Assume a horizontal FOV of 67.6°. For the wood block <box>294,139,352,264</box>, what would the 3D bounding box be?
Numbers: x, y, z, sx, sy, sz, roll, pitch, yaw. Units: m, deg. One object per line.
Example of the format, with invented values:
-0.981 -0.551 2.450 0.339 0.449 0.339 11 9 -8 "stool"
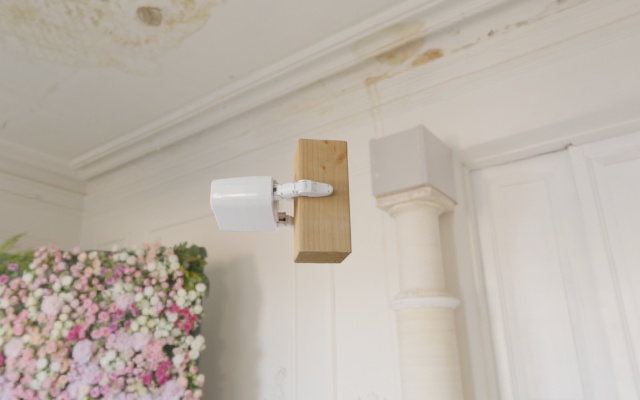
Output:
0.000 0.003 0.857 0.090 0.206 0.091 2 -20 -9 "wood block"
